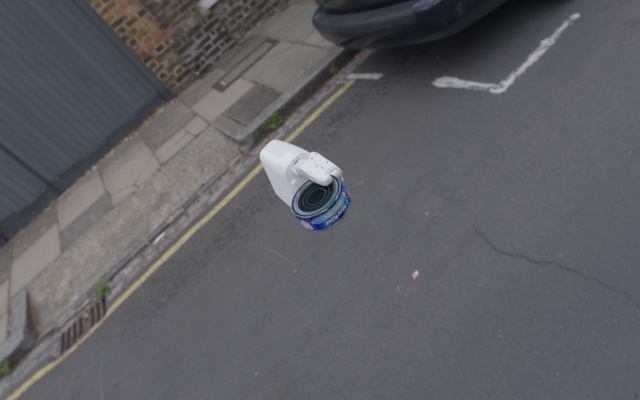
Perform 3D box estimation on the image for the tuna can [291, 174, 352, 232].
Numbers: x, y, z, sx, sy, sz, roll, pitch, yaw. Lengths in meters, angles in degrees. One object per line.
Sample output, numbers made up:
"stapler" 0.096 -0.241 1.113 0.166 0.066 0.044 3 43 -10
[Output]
"tuna can" 0.000 0.002 0.700 0.086 0.086 0.034 0 -39 38
